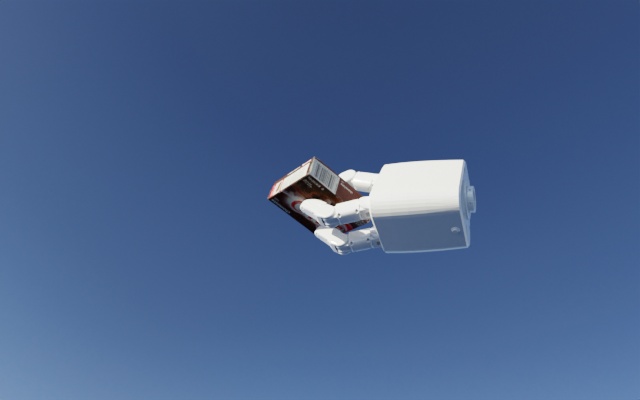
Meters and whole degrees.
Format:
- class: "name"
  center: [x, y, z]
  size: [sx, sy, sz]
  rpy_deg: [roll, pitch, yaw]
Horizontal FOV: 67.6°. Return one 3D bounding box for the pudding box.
- class: "pudding box"
  center: [0.000, 0.002, 0.647]
  size: [0.113, 0.039, 0.090]
  rpy_deg: [40, -44, -22]
